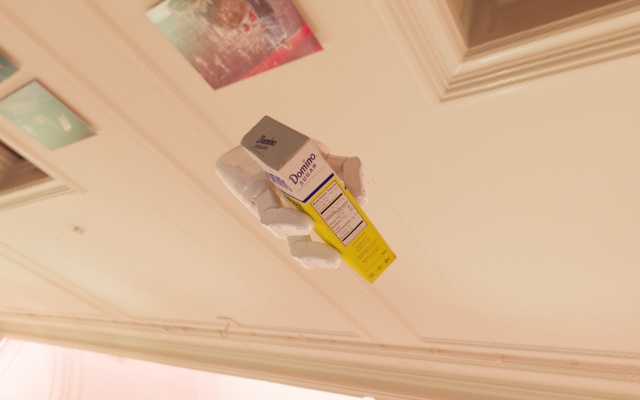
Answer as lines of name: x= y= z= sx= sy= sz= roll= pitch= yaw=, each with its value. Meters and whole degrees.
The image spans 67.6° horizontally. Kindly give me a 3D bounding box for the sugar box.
sugar box: x=0.000 y=0.002 z=0.470 sx=0.176 sy=0.048 sz=0.093 roll=48 pitch=-7 yaw=-36
